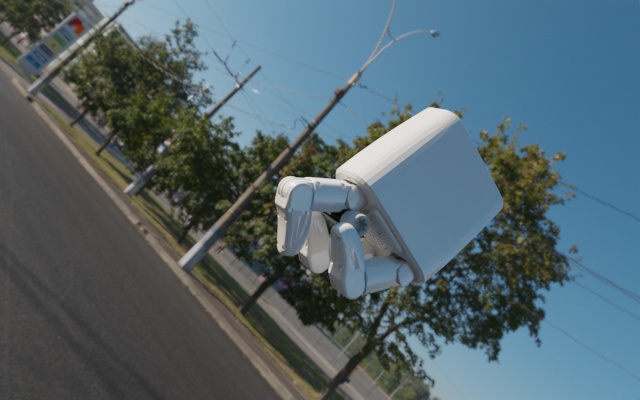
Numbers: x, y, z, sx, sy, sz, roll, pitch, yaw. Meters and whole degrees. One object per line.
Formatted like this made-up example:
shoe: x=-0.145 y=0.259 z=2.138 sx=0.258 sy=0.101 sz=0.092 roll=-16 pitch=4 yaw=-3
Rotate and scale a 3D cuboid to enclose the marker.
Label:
marker: x=0.000 y=0.001 z=0.414 sx=0.020 sy=0.020 sz=0.121 roll=0 pitch=18 yaw=-32
